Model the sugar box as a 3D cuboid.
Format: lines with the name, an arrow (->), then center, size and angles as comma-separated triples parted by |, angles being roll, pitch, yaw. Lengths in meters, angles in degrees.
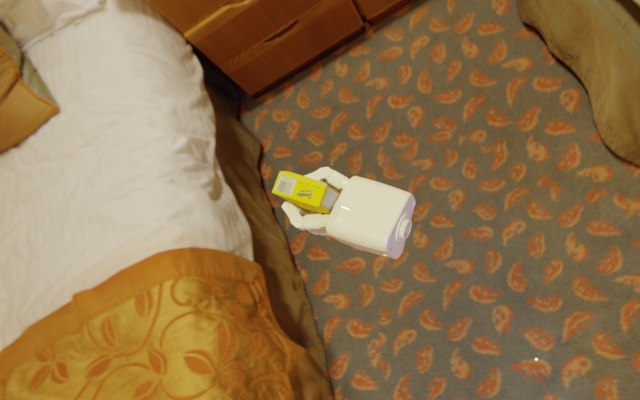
sugar box -> 0.000, 0.003, 0.826 | 0.093, 0.048, 0.176 | 18, -9, 28
